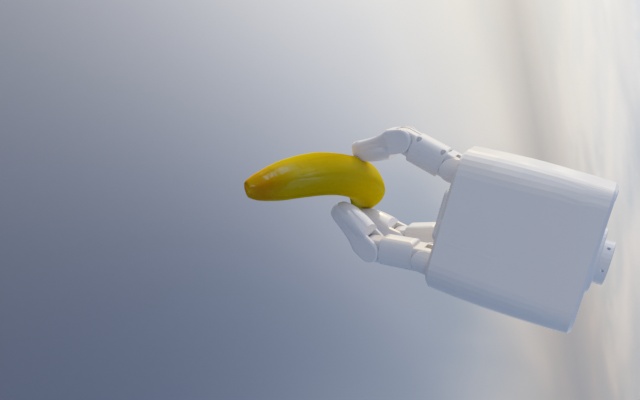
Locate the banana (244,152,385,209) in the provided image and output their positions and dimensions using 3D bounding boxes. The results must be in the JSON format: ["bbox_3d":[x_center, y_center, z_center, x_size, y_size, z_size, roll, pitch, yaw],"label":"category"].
[{"bbox_3d":[0.013,-0.012,0.426,0.037,0.069,0.198,47,14,27],"label":"banana"}]
